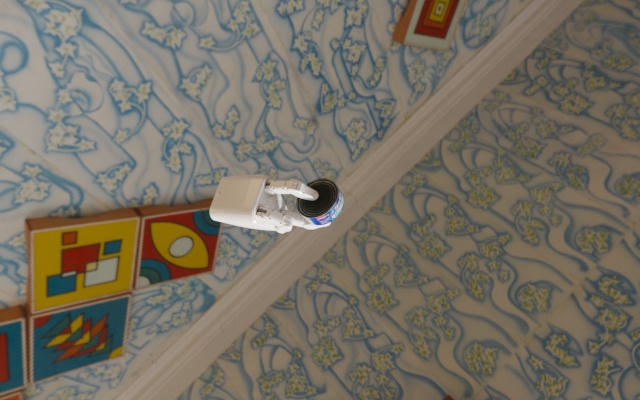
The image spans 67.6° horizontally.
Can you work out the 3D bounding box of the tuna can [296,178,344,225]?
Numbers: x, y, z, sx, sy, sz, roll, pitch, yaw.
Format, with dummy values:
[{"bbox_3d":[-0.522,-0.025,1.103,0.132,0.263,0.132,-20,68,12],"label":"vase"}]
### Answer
[{"bbox_3d":[0.000,0.003,0.889,0.086,0.086,0.034,0,-31,30],"label":"tuna can"}]
